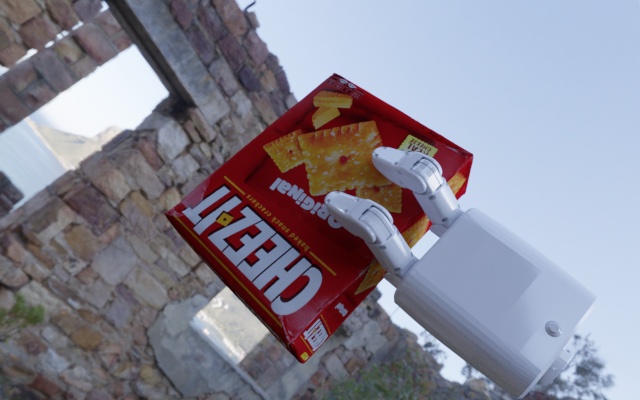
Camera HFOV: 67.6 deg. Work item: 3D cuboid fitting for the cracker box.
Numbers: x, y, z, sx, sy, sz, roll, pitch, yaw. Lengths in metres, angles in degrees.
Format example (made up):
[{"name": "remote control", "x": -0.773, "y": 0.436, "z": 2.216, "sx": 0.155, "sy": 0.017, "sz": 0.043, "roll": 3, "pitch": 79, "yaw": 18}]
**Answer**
[{"name": "cracker box", "x": 0.000, "y": 0.001, "z": 0.420, "sx": 0.164, "sy": 0.213, "sz": 0.072, "roll": 39, "pitch": -18, "yaw": 27}]
